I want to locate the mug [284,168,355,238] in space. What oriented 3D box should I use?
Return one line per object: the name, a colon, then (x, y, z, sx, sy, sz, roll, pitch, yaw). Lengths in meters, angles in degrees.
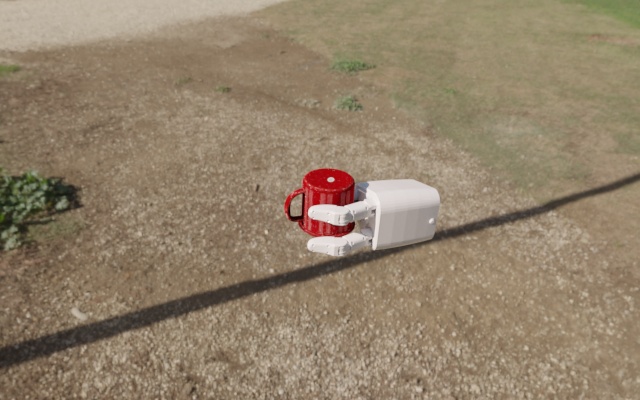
mug: (-0.001, 0.002, 0.748, 0.117, 0.081, 0.093, -7, 30, -16)
